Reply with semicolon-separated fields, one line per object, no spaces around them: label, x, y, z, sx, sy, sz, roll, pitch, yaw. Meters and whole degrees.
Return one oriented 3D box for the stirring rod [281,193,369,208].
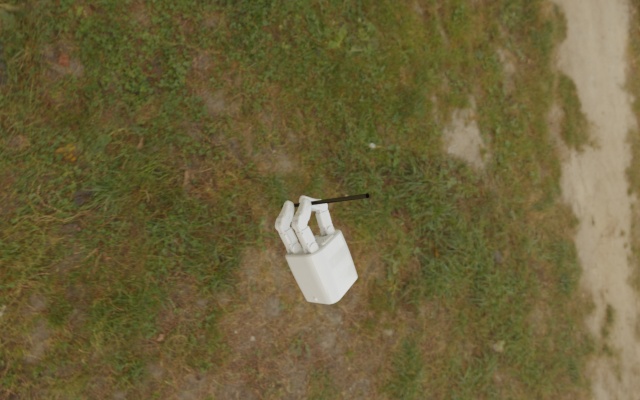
stirring rod;0.000;0.003;0.854;0.011;0.011;0.239;0;-5;-39
